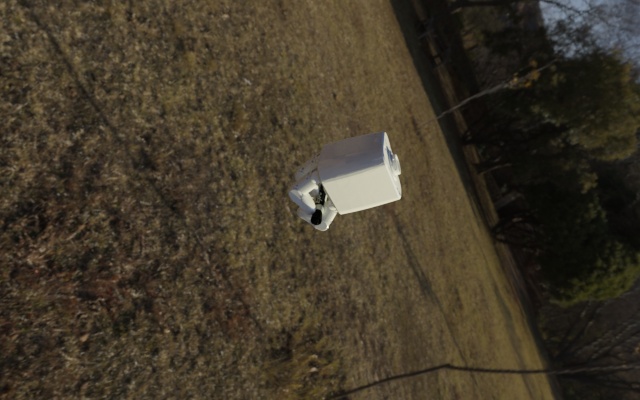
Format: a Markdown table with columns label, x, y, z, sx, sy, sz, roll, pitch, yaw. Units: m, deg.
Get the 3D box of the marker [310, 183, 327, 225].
| label | x | y | z | sx | sy | sz | roll | pitch | yaw |
| --- | --- | --- | --- | --- | --- | --- | --- | --- | --- |
| marker | 0.000 | 0.003 | 0.820 | 0.020 | 0.020 | 0.121 | 0 | 34 | 9 |
